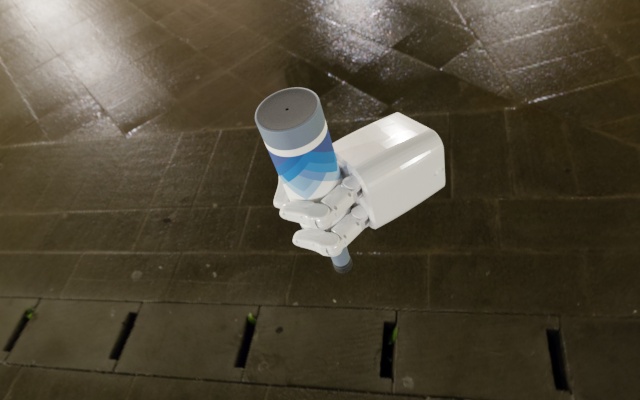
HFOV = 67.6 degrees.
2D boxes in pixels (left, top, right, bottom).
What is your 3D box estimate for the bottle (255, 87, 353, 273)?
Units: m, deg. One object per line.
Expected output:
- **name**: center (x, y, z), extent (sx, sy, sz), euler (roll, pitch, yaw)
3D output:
- **bottle**: center (0.000, 0.002, 0.577), extent (0.069, 0.069, 0.296), euler (0, -39, 17)
